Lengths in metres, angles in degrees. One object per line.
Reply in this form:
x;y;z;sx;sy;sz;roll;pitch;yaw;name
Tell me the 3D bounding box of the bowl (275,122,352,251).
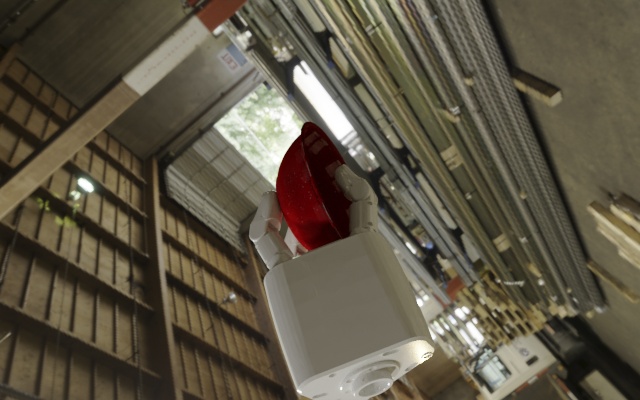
0.000;0.001;0.501;0.055;0.162;0.162;-25;-8;17;bowl
